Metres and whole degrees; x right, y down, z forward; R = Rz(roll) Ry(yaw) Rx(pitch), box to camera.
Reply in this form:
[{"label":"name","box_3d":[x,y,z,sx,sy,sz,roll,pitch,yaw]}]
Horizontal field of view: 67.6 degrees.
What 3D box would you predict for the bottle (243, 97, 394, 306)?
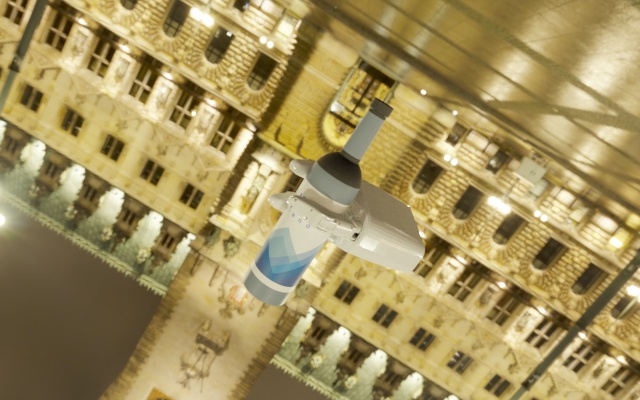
[{"label":"bottle","box_3d":[0.000,0.002,0.612,0.069,0.296,0.069,30,15,-9]}]
